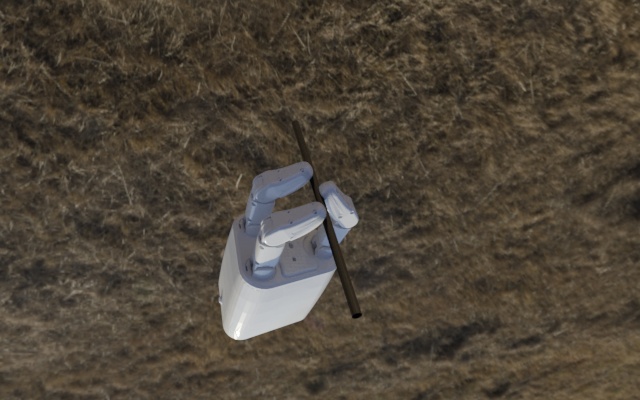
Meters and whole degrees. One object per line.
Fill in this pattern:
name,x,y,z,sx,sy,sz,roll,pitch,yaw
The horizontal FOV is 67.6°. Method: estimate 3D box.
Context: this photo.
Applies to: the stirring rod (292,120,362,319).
stirring rod,0.000,0.001,0.439,0.011,0.239,0.011,-10,-42,-9
